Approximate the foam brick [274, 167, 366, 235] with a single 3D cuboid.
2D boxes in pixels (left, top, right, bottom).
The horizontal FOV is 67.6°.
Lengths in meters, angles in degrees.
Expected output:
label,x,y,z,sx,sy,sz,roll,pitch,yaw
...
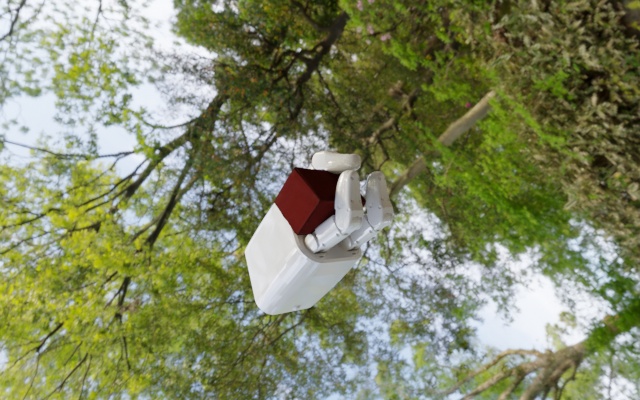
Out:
label,x,y,z,sx,sy,sz,roll,pitch,yaw
foam brick,0.000,0.002,0.517,0.078,0.051,0.053,3,42,-47
